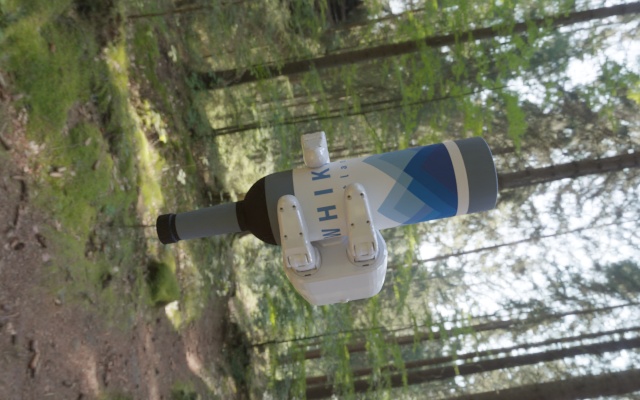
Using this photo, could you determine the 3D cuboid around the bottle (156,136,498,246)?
[{"bbox_3d":[0.000,0.001,0.428,0.296,0.069,0.069,-10,-1,3],"label":"bottle"}]
